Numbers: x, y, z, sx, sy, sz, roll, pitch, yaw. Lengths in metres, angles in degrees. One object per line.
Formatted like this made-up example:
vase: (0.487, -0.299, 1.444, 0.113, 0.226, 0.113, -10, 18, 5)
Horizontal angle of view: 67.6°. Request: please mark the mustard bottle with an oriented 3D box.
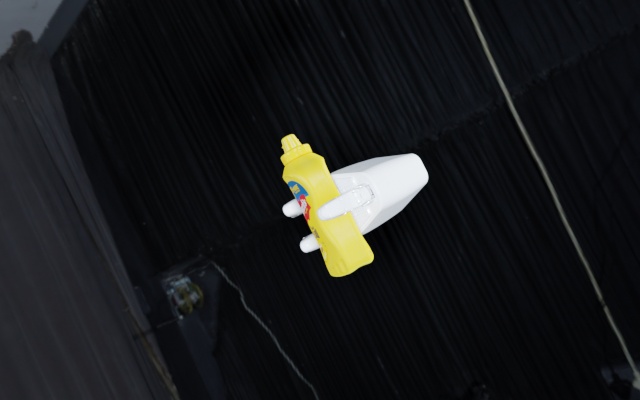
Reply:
mustard bottle: (0.000, 0.002, 0.621, 0.058, 0.191, 0.096, -26, -2, -11)
